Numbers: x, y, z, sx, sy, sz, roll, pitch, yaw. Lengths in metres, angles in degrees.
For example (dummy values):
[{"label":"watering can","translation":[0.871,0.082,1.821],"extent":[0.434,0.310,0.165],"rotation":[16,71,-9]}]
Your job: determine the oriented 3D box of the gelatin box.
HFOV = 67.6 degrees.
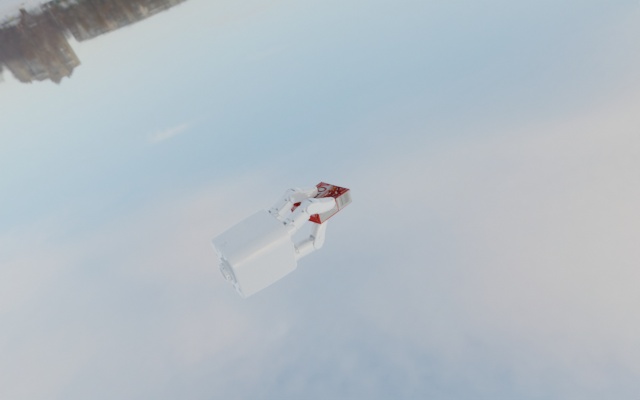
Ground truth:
[{"label":"gelatin box","translation":[0.000,0.003,0.854],"extent":[0.073,0.030,0.089],"rotation":[16,40,43]}]
